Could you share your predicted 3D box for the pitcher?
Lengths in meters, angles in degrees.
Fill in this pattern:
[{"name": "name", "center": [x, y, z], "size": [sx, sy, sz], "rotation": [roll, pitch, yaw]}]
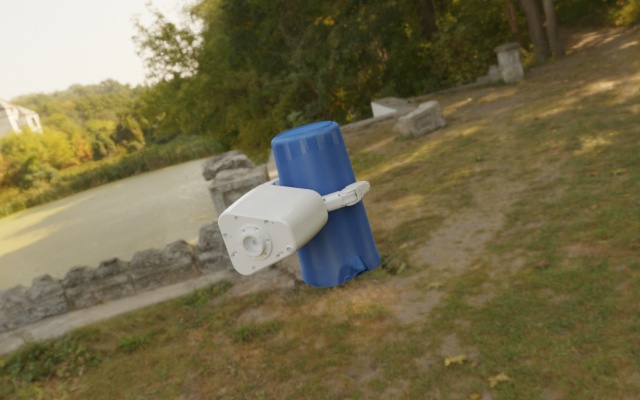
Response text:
[{"name": "pitcher", "center": [0.000, 0.003, 0.767], "size": [0.149, 0.243, 0.145], "rotation": [-8, 17, 25]}]
